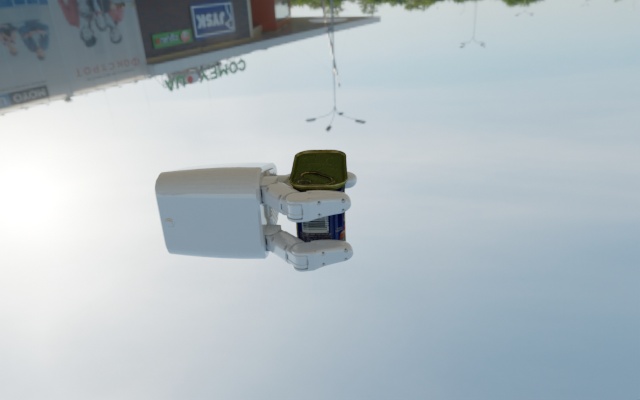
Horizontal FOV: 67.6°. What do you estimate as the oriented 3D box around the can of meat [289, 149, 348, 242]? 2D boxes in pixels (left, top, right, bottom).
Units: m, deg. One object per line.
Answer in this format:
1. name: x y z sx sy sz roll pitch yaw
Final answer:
1. can of meat: 0.000 0.002 0.510 0.057 0.084 0.102 -1 25 2
